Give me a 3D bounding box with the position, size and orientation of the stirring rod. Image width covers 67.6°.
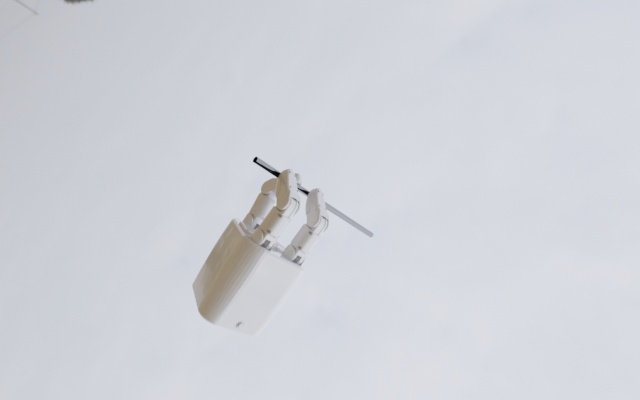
[{"bbox_3d":[0.000,0.002,0.631,0.011,0.011,0.240,0,-24,43],"label":"stirring rod"}]
